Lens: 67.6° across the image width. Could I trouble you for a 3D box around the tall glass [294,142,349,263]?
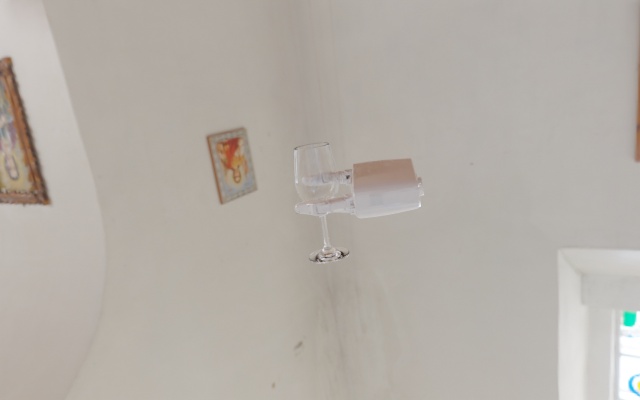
[{"bbox_3d":[0.000,0.003,0.835,0.079,0.201,0.079,-9,13,2],"label":"tall glass"}]
